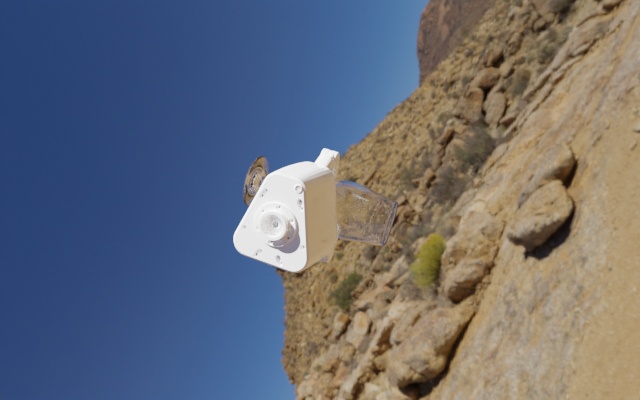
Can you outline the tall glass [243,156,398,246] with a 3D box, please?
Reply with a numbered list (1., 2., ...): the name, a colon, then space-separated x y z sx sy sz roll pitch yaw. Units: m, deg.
1. tall glass: 0.000 0.002 0.650 0.201 0.079 0.079 18 4 14
